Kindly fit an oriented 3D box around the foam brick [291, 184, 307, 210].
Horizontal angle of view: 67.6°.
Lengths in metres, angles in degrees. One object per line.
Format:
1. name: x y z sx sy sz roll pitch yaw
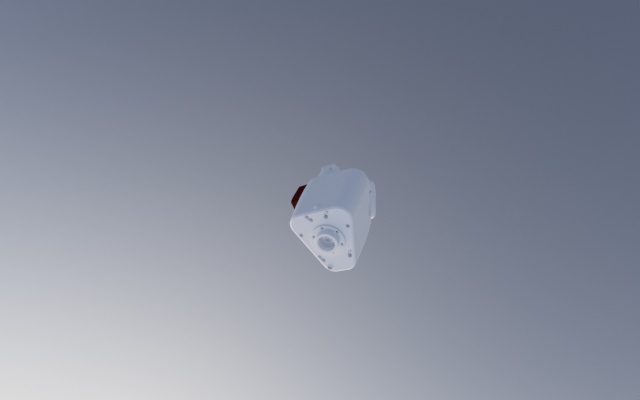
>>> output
1. foam brick: 0.000 0.003 0.783 0.078 0.053 0.051 -13 27 24
